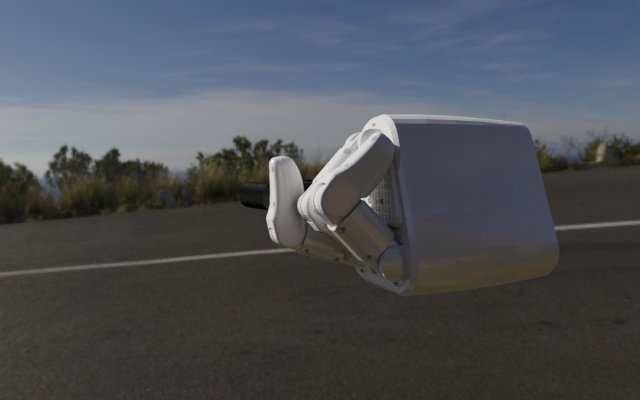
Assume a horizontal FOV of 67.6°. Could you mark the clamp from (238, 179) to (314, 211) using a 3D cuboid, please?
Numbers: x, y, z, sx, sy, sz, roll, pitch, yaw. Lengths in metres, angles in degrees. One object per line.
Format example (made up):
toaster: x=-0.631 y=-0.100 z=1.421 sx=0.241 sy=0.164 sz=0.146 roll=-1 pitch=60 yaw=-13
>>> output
clamp: x=0.000 y=0.001 z=0.403 sx=0.120 sy=0.039 sz=0.171 roll=0 pitch=4 yaw=-17
